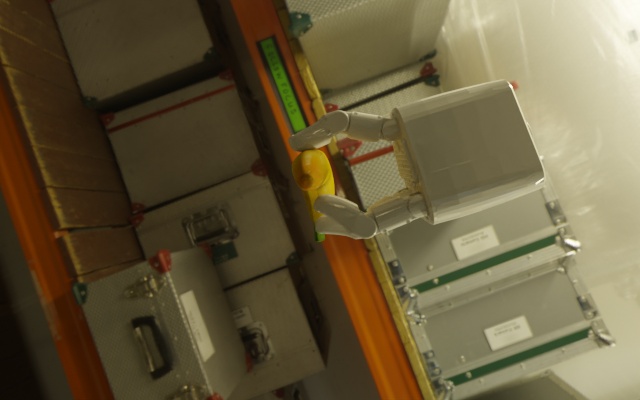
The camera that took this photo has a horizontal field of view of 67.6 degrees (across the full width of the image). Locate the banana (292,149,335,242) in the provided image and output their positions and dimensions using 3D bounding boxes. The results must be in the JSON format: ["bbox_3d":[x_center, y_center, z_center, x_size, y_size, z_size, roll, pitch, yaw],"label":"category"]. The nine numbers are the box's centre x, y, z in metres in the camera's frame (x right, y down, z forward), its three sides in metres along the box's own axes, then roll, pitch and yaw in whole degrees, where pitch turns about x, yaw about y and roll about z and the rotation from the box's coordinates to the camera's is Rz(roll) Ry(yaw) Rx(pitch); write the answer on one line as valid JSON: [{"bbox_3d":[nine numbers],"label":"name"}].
[{"bbox_3d":[-0.003,-0.015,0.493,0.037,0.069,0.198,-13,-19,1],"label":"banana"}]
